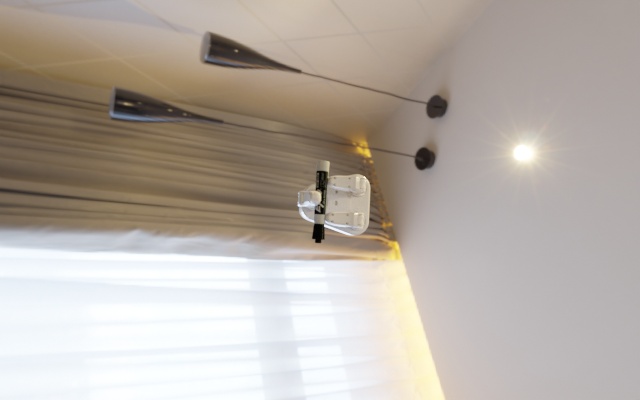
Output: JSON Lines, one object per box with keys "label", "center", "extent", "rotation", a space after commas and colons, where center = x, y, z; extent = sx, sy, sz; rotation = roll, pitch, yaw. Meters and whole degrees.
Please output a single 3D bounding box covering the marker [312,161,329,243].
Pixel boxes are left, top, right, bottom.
{"label": "marker", "center": [0.000, 0.002, 0.703], "extent": [0.020, 0.121, 0.020], "rotation": [4, -4, 0]}
